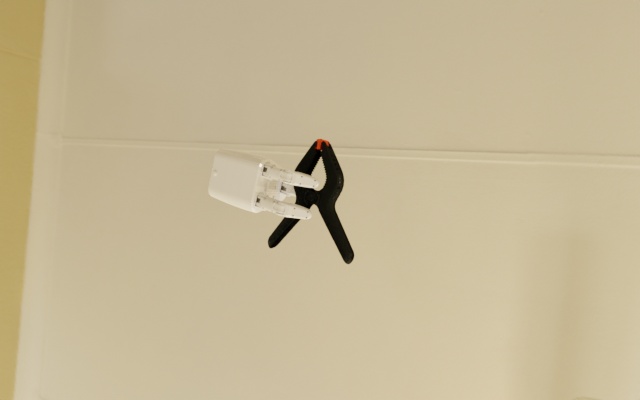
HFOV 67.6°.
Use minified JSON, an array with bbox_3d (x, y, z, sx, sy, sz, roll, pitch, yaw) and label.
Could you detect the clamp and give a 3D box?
[{"bbox_3d":[0.000,0.002,0.818,0.164,0.210,0.036,16,6,24],"label":"clamp"}]
